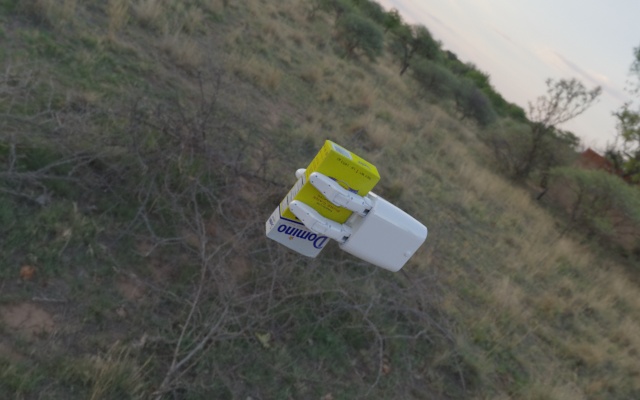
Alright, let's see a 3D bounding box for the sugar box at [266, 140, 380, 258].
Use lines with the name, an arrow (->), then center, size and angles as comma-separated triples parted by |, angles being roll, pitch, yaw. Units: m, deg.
sugar box -> 0.000, 0.003, 0.731 | 0.093, 0.176, 0.048 | 28, 22, -22
